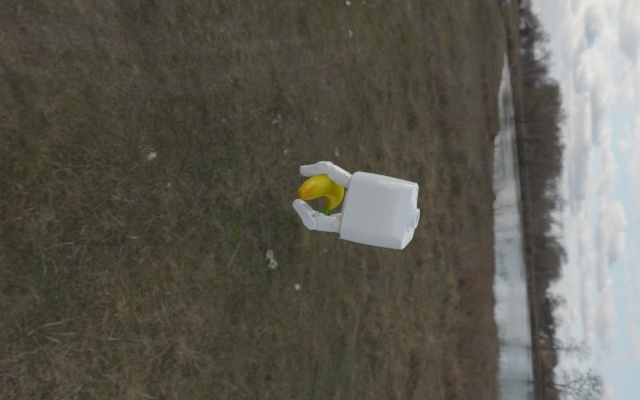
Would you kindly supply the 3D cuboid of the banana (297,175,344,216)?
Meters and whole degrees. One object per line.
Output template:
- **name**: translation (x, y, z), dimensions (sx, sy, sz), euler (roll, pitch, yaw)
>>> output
- **banana**: translation (0.009, -0.013, 0.851), dimensions (0.037, 0.069, 0.198), euler (23, -6, 18)
